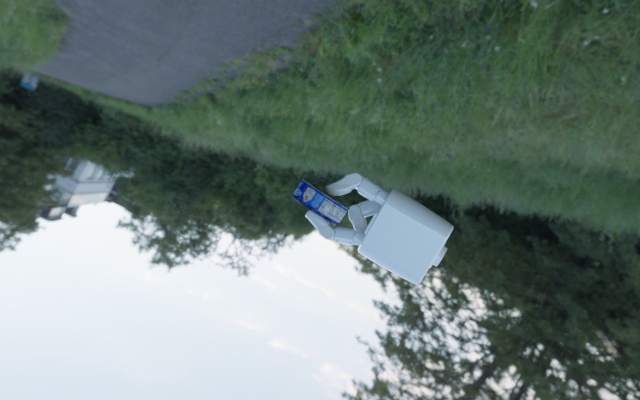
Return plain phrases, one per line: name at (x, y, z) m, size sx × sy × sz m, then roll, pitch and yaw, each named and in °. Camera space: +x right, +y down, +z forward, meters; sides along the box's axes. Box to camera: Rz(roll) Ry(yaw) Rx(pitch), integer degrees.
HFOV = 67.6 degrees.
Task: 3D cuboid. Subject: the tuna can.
tuna can at (0.000, 0.003, 0.736) m, size 0.086 × 0.034 × 0.086 m, roll 33°, pitch 3°, yaw -2°
